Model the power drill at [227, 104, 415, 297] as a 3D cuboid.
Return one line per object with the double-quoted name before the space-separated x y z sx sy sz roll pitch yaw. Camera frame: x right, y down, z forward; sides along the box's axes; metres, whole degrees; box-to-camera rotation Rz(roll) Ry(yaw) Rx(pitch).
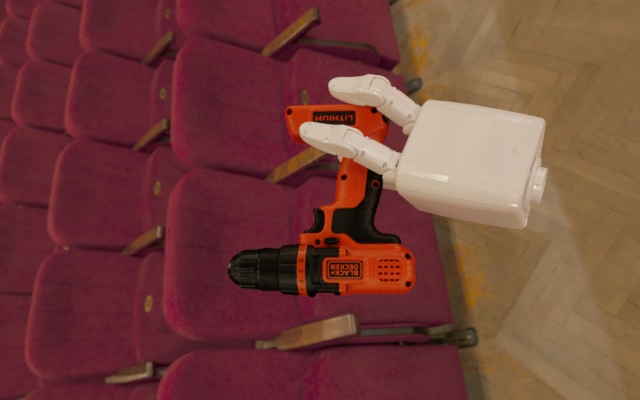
"power drill" 0.000 0.001 0.478 0.184 0.187 0.057 0 -6 6
